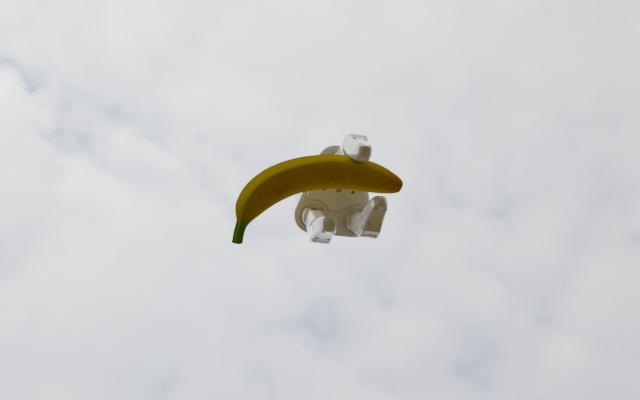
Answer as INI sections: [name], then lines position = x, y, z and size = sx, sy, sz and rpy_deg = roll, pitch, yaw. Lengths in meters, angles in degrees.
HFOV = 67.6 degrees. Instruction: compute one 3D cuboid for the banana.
[banana]
position = -0.009, -0.015, 0.512
size = 0.198, 0.069, 0.037
rpy_deg = -18, 1, -14
